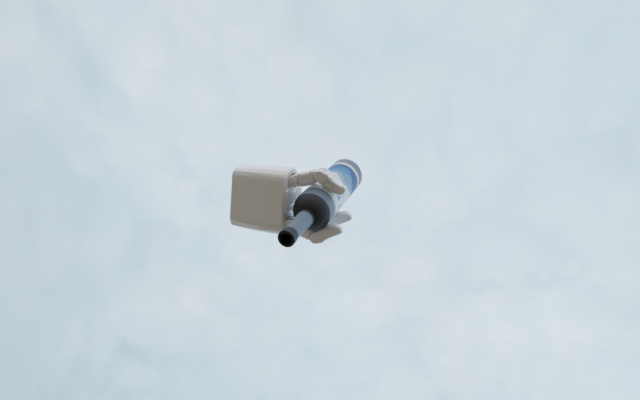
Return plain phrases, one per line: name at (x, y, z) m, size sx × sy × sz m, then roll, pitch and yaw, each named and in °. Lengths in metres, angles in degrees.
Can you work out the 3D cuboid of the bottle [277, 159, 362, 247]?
bottle at (0.000, 0.003, 0.819) m, size 0.069 × 0.069 × 0.295 m, roll 0°, pitch 21°, yaw 22°
